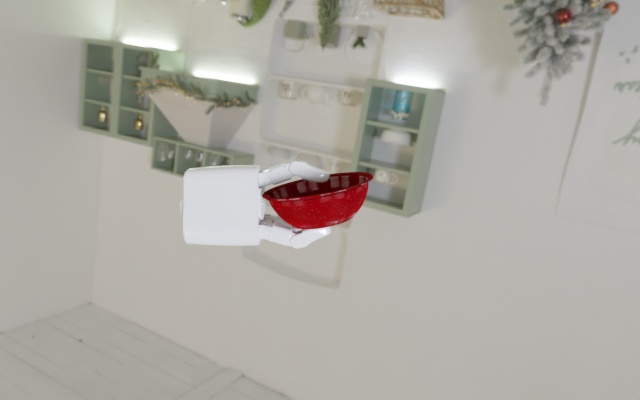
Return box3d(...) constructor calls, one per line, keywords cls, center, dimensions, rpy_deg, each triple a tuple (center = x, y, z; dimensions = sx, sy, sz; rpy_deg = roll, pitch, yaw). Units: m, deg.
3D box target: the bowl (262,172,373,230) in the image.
box3d(cls="bowl", center=(0.001, 0.003, 0.689), dimensions=(0.162, 0.055, 0.162), rpy_deg=(-10, 11, 2))
